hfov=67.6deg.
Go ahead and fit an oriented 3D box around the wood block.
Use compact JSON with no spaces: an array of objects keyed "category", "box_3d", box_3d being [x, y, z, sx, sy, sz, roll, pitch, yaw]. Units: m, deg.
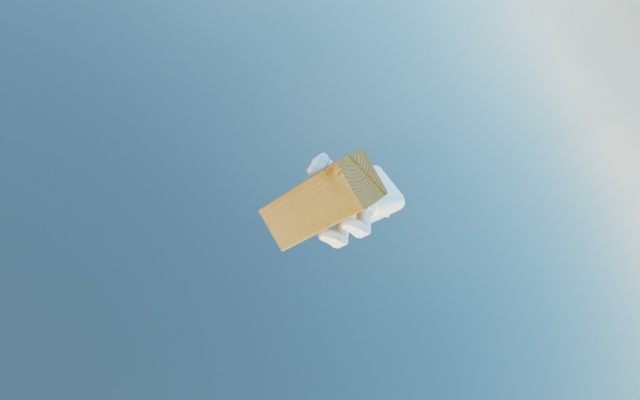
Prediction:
[{"category":"wood block","box_3d":[0.000,0.002,0.837,0.206,0.091,0.090,-30,-1,39]}]
